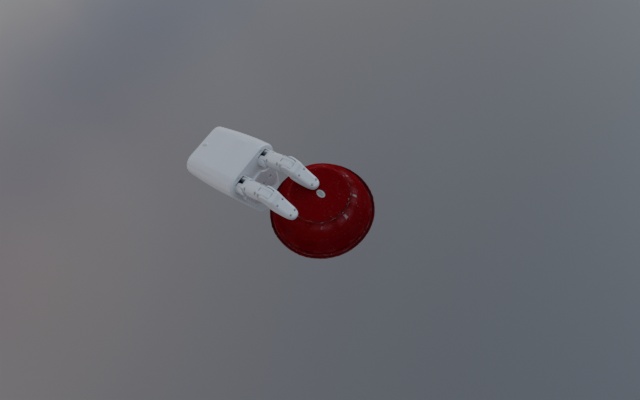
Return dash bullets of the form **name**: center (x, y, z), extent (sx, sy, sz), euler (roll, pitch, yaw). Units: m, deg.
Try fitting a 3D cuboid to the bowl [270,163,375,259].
- **bowl**: center (0.001, 0.002, 0.710), extent (0.162, 0.162, 0.055), euler (0, -26, 5)
